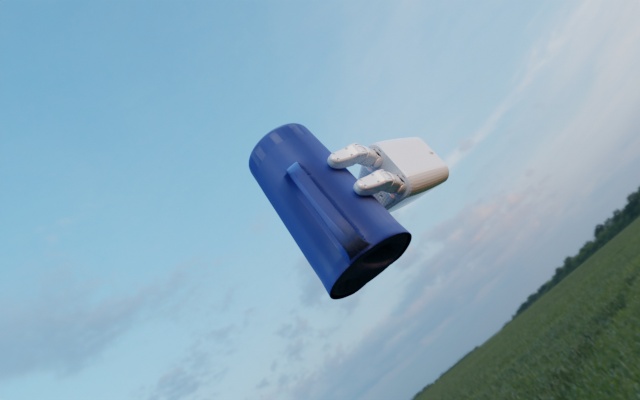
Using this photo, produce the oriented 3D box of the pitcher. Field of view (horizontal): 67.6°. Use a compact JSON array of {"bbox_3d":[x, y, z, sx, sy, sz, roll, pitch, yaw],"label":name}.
[{"bbox_3d":[0.000,0.002,0.659,0.145,0.242,0.149,-17,-33,-39],"label":"pitcher"}]
